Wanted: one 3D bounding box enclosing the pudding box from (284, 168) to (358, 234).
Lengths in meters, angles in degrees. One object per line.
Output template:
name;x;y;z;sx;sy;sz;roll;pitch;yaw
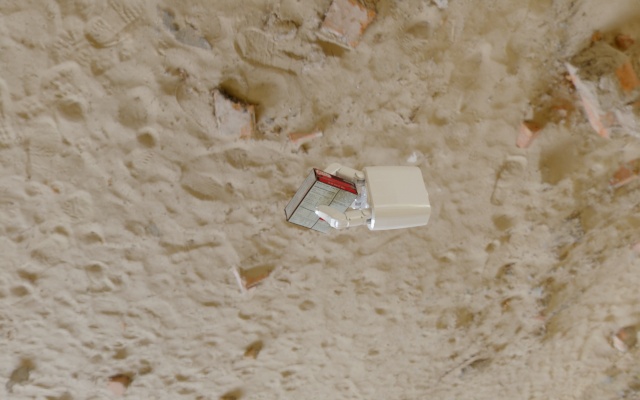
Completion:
pudding box;0.000;0.003;0.862;0.090;0.113;0.039;20;34;-26
